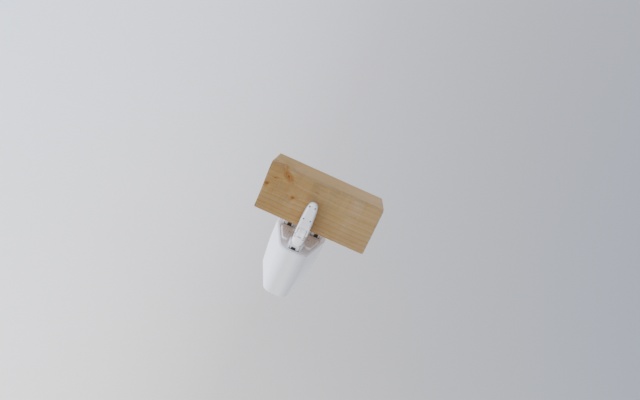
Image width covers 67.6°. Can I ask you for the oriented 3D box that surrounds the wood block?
[{"bbox_3d":[0.000,0.003,0.853,0.206,0.090,0.090,24,16,-2],"label":"wood block"}]
